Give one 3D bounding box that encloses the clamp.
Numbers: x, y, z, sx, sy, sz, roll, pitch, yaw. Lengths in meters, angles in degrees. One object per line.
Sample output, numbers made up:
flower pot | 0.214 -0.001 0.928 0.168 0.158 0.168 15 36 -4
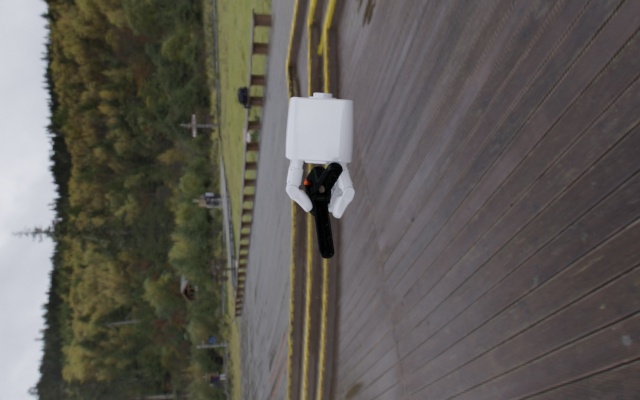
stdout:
clamp | -0.001 0.002 0.864 0.036 0.164 0.210 3 10 -12
